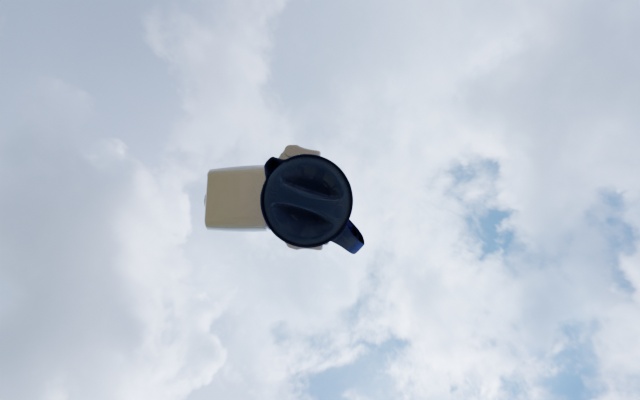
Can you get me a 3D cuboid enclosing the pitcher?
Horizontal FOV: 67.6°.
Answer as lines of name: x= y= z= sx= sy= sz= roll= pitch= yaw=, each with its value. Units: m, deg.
pitcher: x=0.000 y=0.003 z=0.785 sx=0.145 sy=0.149 sz=0.243 roll=-2 pitch=3 yaw=7
